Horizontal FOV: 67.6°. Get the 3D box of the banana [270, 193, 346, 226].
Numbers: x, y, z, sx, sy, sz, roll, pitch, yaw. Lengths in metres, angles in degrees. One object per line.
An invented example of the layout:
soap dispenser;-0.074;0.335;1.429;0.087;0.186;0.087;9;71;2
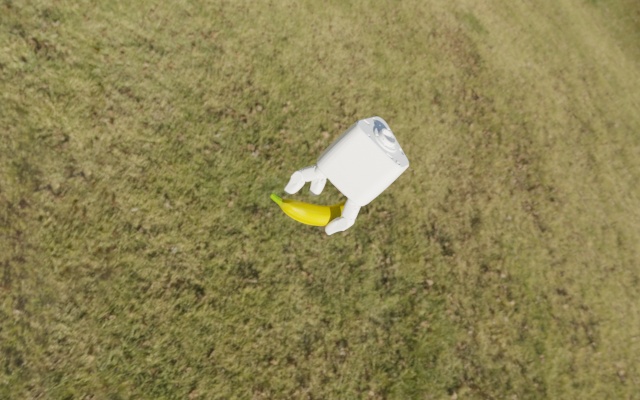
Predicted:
banana;0.004;0.017;0.887;0.198;0.069;0.037;8;-43;-40
